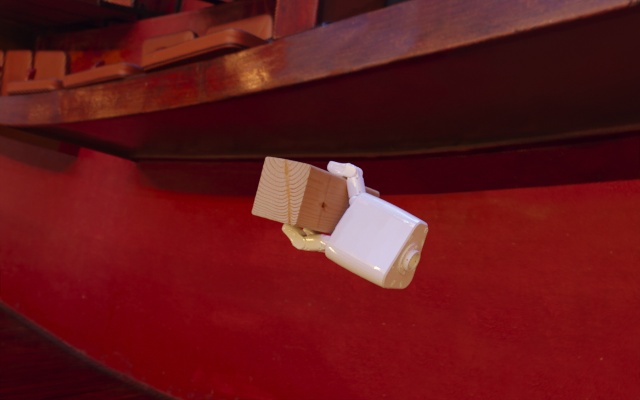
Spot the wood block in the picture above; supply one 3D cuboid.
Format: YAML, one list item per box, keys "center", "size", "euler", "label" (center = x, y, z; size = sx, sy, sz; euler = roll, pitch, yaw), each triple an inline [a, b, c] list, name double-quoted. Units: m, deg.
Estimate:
- center: [0.000, 0.002, 0.767]
  size: [0.090, 0.091, 0.206]
  euler: [13, -2, 36]
  label: "wood block"
